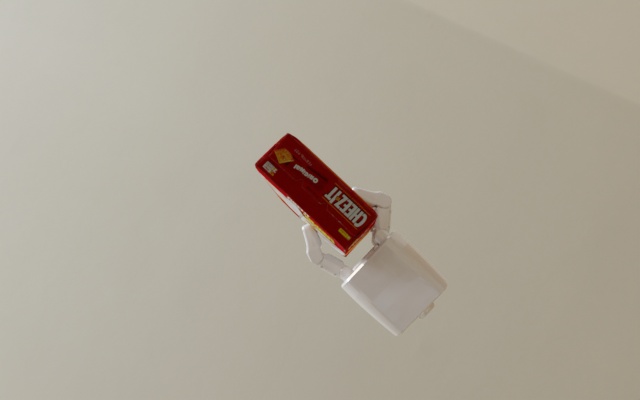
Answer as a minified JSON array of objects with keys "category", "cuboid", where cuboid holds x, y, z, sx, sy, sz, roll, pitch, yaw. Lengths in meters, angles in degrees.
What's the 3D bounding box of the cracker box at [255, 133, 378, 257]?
[{"category":"cracker box","cuboid":[0.000,0.002,0.708,0.164,0.072,0.214,43,-5,8]}]
